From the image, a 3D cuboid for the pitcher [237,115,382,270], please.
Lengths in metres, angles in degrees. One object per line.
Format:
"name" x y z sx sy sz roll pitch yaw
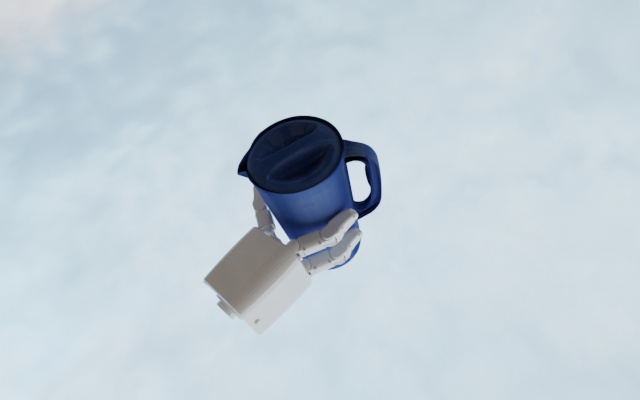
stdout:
"pitcher" 0.000 0.002 0.703 0.149 0.145 0.243 34 -20 33
